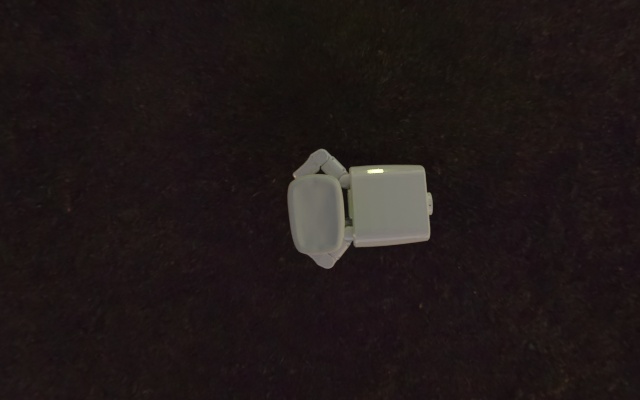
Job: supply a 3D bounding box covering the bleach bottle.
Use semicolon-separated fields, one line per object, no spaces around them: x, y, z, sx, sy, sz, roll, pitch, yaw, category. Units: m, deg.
0.000;0.002;0.699;0.068;0.102;0.251;-4;8;3;bleach bottle
